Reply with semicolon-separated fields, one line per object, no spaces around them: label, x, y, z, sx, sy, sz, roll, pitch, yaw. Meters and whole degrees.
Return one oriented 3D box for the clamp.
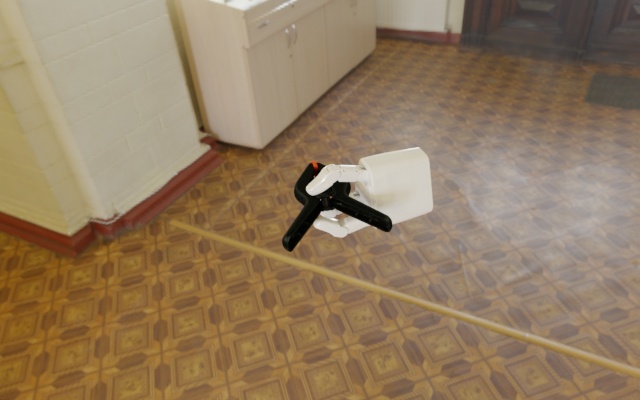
clamp;0.000;0.001;0.766;0.164;0.036;0.209;-14;37;-12
